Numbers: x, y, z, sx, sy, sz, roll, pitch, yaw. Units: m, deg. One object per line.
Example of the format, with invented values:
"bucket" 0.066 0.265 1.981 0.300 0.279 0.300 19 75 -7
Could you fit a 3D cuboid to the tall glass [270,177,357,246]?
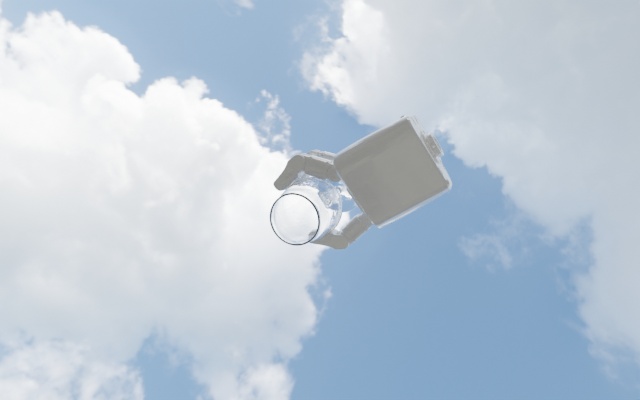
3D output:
"tall glass" 0.000 0.002 0.636 0.079 0.079 0.201 0 12 18
